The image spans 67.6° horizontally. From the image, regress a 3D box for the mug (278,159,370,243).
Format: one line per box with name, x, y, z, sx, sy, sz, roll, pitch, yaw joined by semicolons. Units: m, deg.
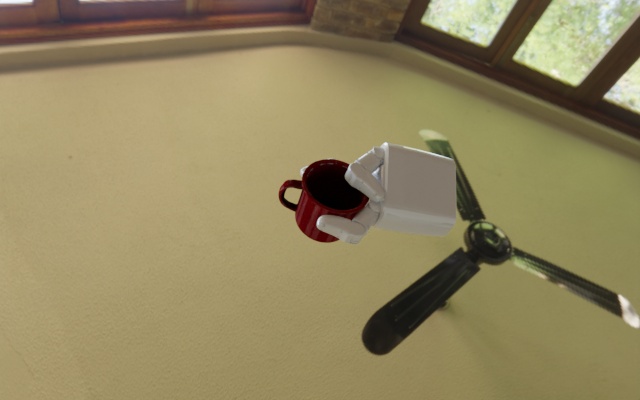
mug;-0.001;0.002;0.651;0.117;0.093;0.082;11;-40;-10
